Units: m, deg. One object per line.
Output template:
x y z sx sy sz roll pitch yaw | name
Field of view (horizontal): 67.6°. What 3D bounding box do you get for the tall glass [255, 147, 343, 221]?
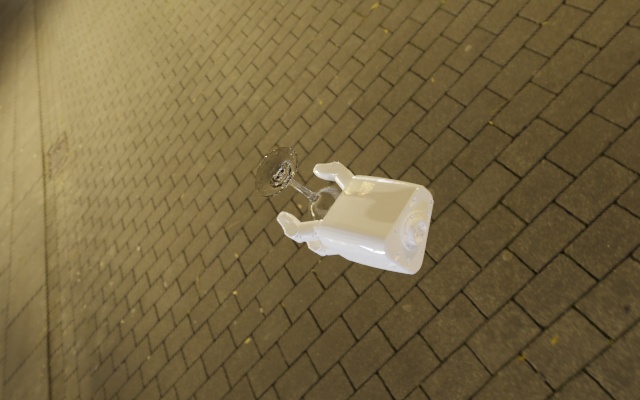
0.000 0.002 0.698 0.079 0.079 0.201 0 -24 41 | tall glass
